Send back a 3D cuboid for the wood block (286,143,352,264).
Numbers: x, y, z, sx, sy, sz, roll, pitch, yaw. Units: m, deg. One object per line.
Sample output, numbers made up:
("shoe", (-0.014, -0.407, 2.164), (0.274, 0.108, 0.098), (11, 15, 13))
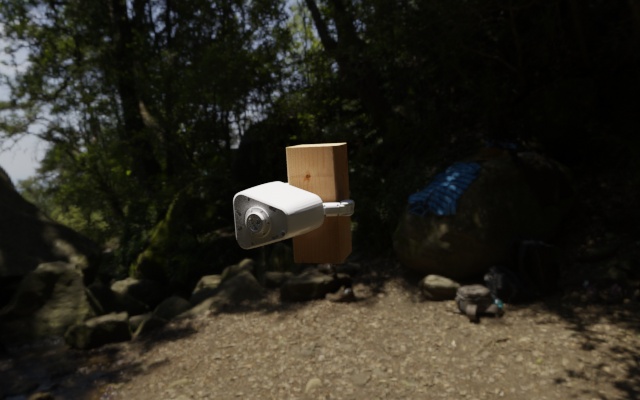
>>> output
("wood block", (0.000, 0.003, 0.868), (0.091, 0.206, 0.090), (0, 9, 18))
